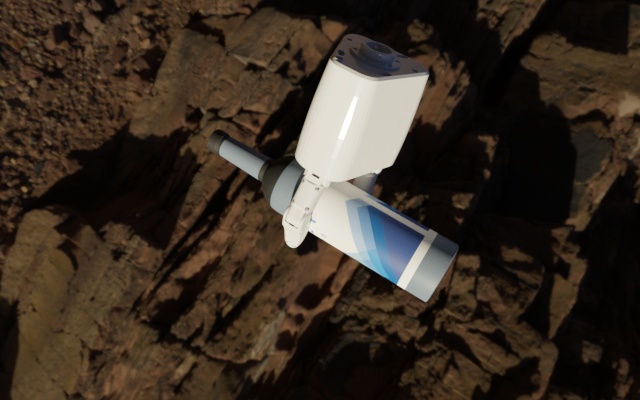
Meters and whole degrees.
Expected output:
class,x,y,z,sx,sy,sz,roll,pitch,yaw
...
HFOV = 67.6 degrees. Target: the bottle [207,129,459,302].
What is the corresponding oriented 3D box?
class,x,y,z,sx,sy,sz,roll,pitch,yaw
bottle,0.000,0.002,0.516,0.295,0.069,0.069,30,8,14
